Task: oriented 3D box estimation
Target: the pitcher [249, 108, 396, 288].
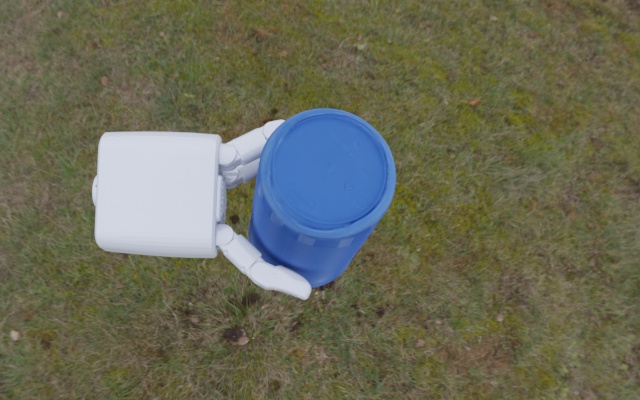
[{"bbox_3d":[0.000,0.002,0.477,0.145,0.149,0.243,4,-16,-6],"label":"pitcher"}]
